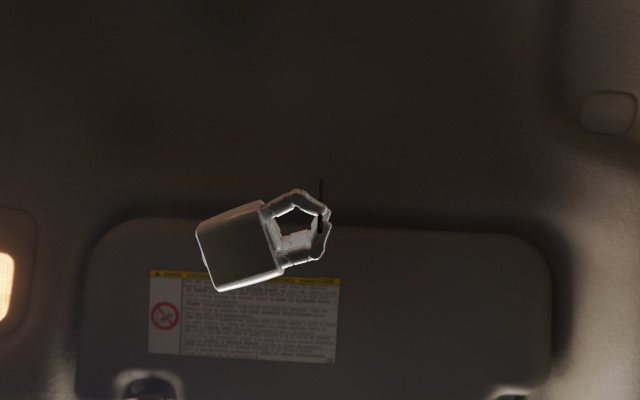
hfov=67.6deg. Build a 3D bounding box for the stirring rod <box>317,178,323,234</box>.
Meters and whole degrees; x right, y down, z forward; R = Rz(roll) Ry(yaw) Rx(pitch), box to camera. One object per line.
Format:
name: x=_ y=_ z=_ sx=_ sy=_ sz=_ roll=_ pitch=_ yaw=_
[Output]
stirring rod: x=0.000 y=0.003 z=0.777 sx=0.011 sy=0.011 sz=0.239 roll=0 pitch=19 yaw=1
